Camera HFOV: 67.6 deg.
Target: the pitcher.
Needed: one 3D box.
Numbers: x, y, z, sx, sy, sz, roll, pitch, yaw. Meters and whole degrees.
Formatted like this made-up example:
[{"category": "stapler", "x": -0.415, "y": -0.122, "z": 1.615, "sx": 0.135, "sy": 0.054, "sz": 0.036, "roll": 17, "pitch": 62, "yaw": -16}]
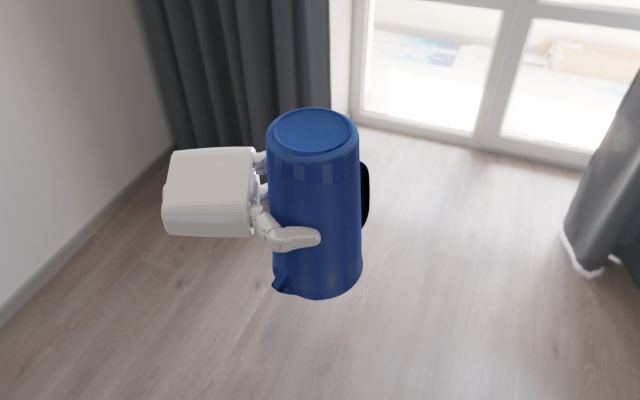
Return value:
[{"category": "pitcher", "x": 0.000, "y": 0.002, "z": 0.625, "sx": 0.145, "sy": 0.243, "sz": 0.149, "roll": -1, "pitch": 43, "yaw": 1}]
